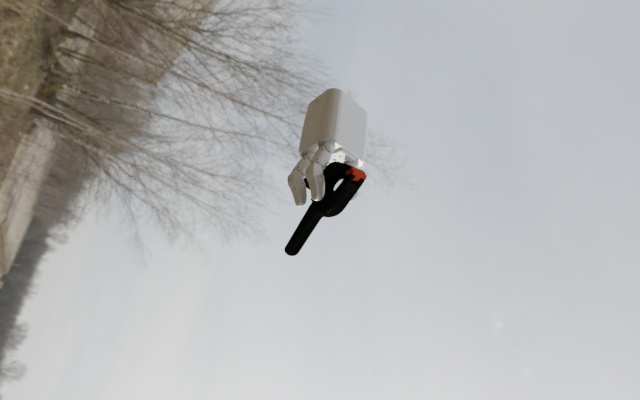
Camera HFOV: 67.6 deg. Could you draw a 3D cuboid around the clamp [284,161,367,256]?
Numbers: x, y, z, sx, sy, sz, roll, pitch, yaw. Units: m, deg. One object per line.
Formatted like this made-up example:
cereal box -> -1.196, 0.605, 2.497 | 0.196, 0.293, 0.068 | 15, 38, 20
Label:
clamp -> 0.001, 0.003, 0.803 | 0.036, 0.164, 0.210 | 18, -23, -29
